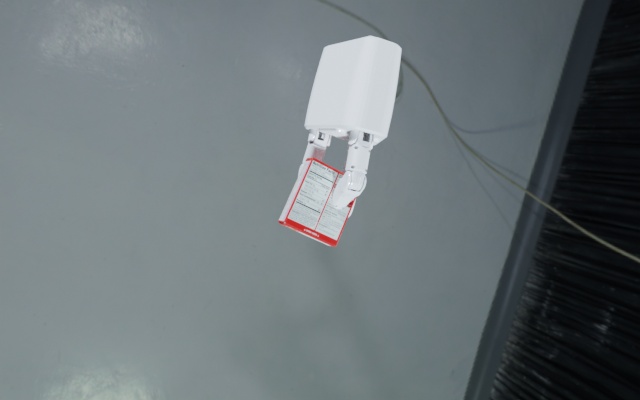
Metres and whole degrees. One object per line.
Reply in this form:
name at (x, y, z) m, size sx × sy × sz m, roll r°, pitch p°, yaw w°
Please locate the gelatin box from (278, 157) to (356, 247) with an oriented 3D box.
gelatin box at (0.000, 0.002, 0.584) m, size 0.073 × 0.089 × 0.030 m, roll 26°, pitch -9°, yaw -19°
